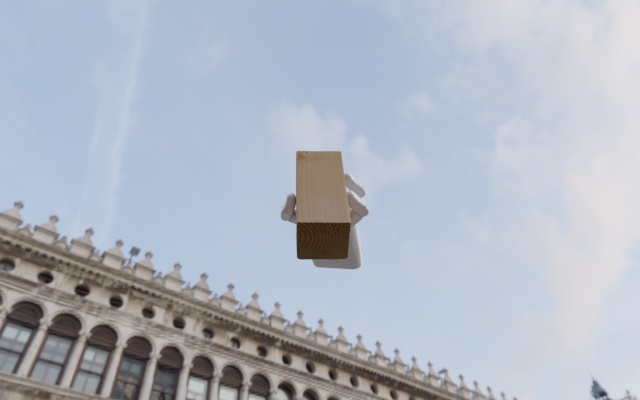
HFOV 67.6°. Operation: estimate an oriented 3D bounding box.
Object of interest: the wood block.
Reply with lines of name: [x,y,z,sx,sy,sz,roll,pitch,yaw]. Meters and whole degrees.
wood block: [0.000,0.003,0.878,0.091,0.090,0.206,-1,40,-3]
